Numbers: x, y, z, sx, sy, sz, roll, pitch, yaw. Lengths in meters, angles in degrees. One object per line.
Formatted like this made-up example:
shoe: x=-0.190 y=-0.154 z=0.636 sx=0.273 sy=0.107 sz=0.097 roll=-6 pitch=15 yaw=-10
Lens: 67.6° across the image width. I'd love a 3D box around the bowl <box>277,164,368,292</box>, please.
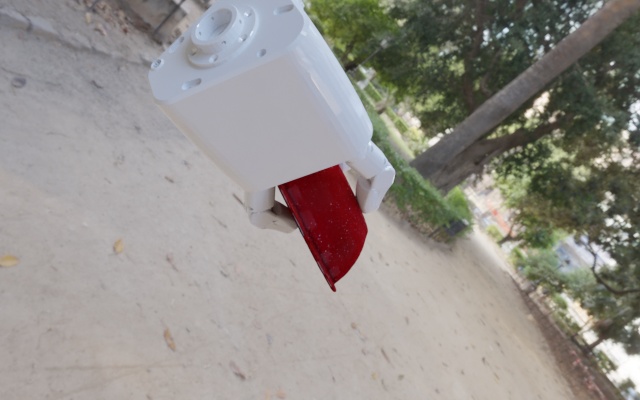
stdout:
bowl: x=0.001 y=0.002 z=0.450 sx=0.055 sy=0.162 sz=0.162 roll=-26 pitch=1 yaw=-2
